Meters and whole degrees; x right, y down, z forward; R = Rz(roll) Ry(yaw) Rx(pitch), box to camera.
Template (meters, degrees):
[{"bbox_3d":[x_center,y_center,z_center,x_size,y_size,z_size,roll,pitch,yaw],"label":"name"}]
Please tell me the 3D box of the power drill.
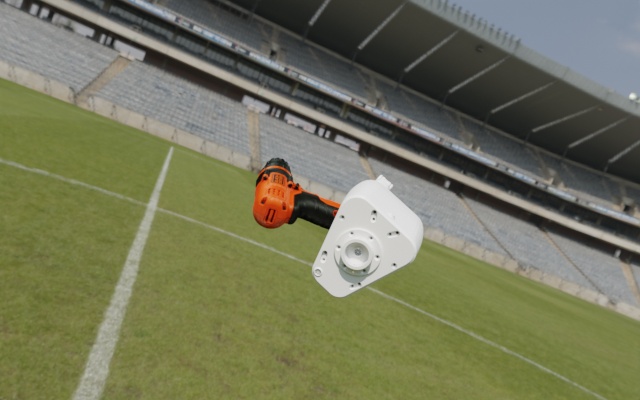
[{"bbox_3d":[0.001,0.002,0.667,0.187,0.057,0.184,15,23,-8],"label":"power drill"}]
